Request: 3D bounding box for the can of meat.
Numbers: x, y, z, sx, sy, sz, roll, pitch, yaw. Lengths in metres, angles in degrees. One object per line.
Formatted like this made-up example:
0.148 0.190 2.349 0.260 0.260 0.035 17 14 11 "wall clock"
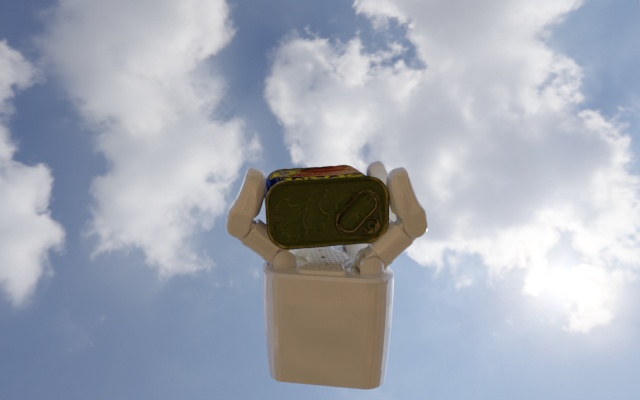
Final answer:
0.000 0.001 0.424 0.102 0.057 0.084 -4 13 -9 "can of meat"
